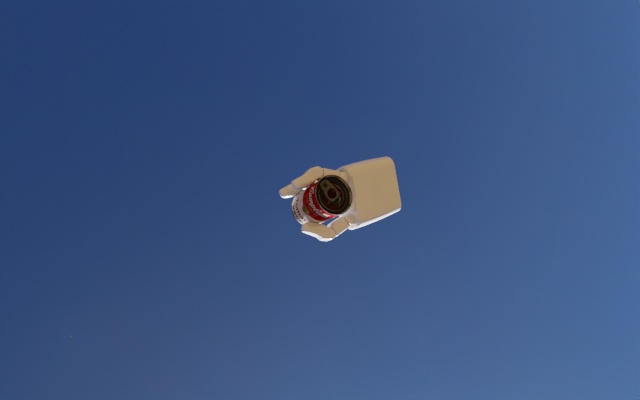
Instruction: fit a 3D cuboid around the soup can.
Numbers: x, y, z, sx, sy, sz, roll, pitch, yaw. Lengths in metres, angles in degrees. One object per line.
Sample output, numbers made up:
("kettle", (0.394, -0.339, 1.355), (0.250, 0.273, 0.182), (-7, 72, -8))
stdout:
("soup can", (0.000, 0.003, 0.813), (0.068, 0.068, 0.102), (0, -14, -27))
